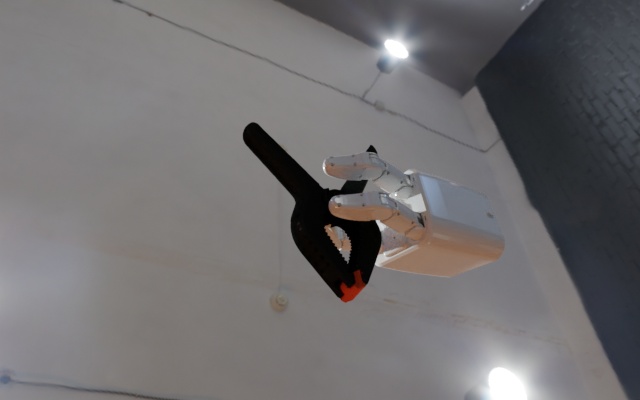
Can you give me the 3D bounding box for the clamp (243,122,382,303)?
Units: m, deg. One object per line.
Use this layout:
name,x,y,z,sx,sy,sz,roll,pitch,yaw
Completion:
clamp,0.000,0.003,0.486,0.164,0.209,0.036,12,-44,-20
